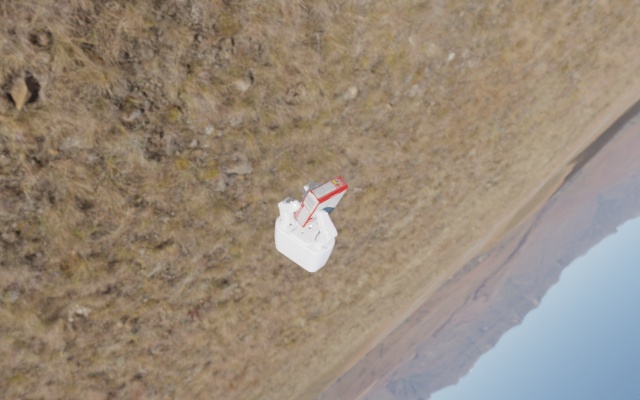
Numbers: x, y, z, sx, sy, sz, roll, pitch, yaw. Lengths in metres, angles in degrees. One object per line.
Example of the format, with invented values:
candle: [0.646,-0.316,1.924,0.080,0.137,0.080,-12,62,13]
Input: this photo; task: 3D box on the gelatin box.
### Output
gelatin box: [0.001,0.003,0.836,0.073,0.030,0.089,-28,-18,-35]
